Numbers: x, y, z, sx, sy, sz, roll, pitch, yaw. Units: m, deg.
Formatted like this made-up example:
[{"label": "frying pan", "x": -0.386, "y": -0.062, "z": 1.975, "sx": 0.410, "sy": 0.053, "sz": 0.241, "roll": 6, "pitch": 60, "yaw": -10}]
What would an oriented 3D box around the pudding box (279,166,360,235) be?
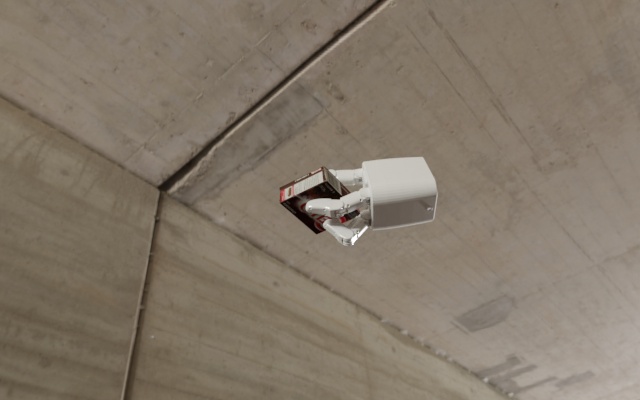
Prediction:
[{"label": "pudding box", "x": 0.000, "y": 0.002, "z": 0.784, "sx": 0.090, "sy": 0.039, "sz": 0.113, "roll": -26, "pitch": -46, "yaw": 22}]
